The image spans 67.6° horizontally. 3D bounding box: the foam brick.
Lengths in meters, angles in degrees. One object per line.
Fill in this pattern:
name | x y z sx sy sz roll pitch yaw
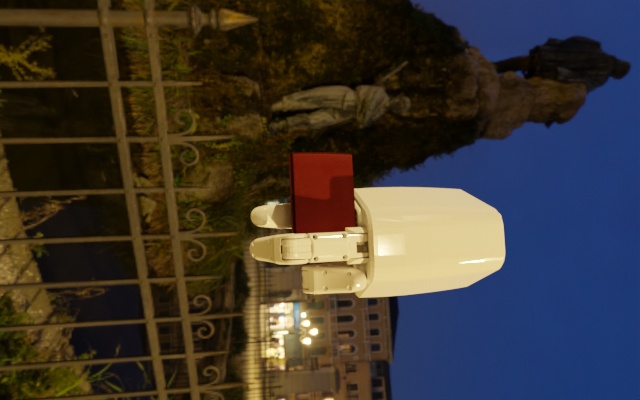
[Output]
foam brick | 0.000 0.001 0.403 0.051 0.078 0.053 -2 -3 -4
